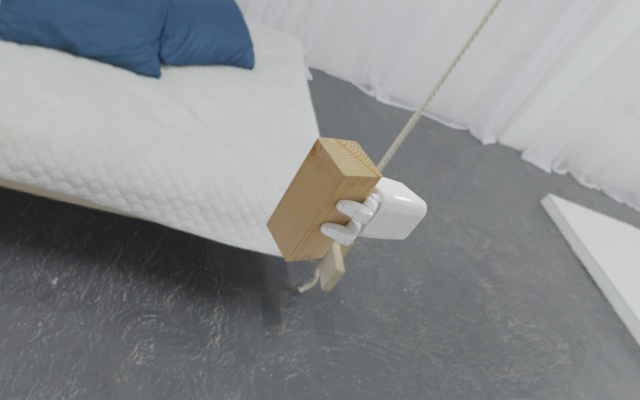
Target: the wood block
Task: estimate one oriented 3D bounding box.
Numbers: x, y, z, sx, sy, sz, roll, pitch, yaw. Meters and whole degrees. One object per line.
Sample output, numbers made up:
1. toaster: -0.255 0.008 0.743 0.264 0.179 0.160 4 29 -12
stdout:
1. wood block: 0.000 0.002 0.814 0.090 0.090 0.206 -1 -44 -40
